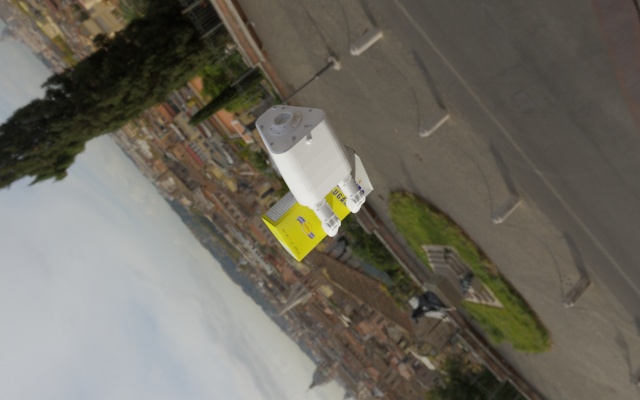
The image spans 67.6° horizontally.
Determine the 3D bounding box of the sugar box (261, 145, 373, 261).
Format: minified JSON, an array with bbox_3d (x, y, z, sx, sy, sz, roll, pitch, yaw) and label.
[{"bbox_3d":[0.000,0.003,0.755,0.048,0.176,0.093,34,-18,46],"label":"sugar box"}]
